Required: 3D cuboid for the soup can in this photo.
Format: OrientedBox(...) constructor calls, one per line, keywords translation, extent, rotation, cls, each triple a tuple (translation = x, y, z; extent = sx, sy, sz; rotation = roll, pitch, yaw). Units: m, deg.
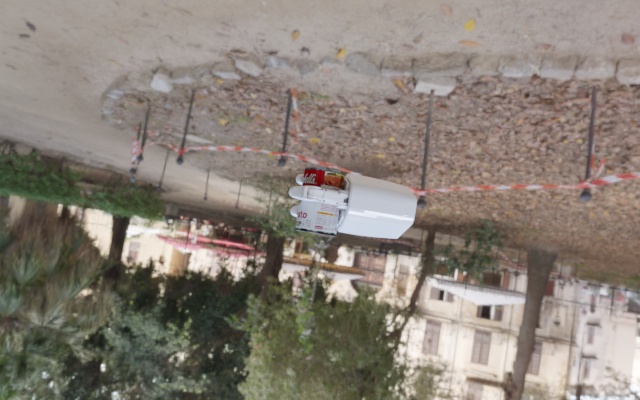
OrientedBox(translation=(0.000, 0.003, 0.767), extent=(0.068, 0.102, 0.068), rotation=(9, -4, 1), cls="soup can")
